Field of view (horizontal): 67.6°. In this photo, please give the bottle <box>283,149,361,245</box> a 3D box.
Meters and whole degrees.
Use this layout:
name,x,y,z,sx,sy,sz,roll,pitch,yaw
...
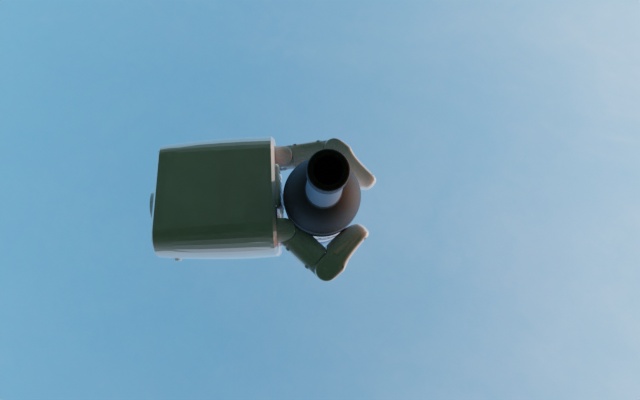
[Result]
name,x,y,z,sx,sy,sz,roll,pitch,yaw
bottle,0.000,0.001,0.441,0.069,0.069,0.296,0,-8,-2
